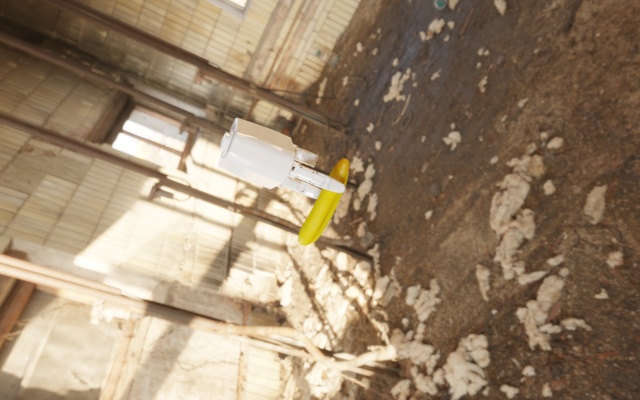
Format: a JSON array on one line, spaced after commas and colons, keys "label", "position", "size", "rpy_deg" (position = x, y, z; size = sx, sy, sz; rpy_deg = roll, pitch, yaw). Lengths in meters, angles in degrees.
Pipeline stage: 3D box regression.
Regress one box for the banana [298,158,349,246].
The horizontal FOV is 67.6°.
[{"label": "banana", "position": [0.000, 0.016, 0.864], "size": [0.037, 0.198, 0.069], "rpy_deg": [20, 28, -18]}]
